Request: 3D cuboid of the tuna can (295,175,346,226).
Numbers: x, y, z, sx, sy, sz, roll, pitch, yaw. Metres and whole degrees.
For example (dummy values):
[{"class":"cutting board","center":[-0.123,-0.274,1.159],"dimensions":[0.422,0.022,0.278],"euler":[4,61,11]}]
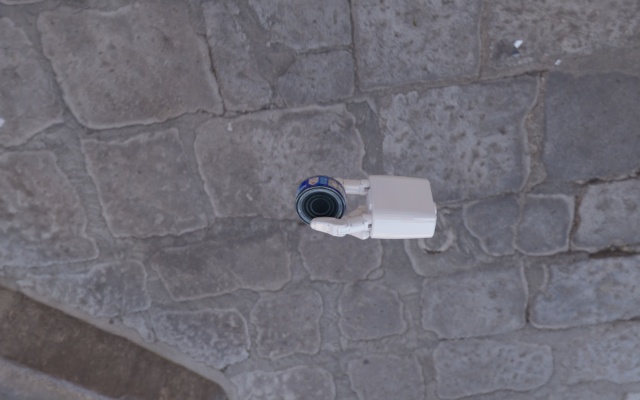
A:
[{"class":"tuna can","center":[0.000,0.003,0.795],"dimensions":[0.086,0.086,0.033],"euler":[0,34,3]}]
